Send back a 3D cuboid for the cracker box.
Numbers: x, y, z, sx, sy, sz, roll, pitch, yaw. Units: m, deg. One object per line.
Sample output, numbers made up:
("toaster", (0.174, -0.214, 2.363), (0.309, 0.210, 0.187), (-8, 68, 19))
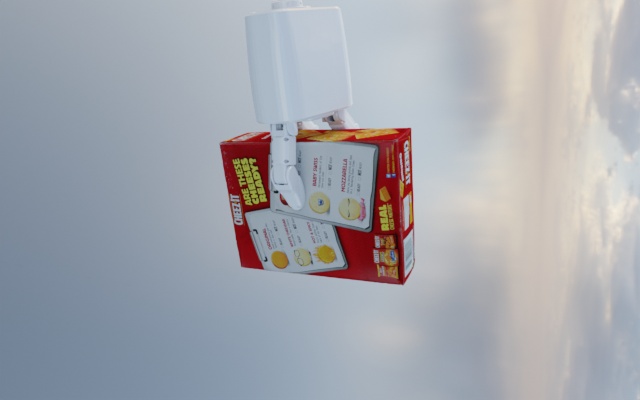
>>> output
("cracker box", (0.000, 0.002, 0.561), (0.213, 0.164, 0.072), (2, 20, 25))
